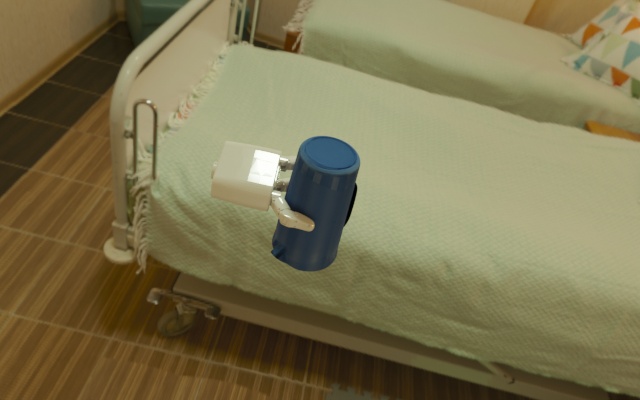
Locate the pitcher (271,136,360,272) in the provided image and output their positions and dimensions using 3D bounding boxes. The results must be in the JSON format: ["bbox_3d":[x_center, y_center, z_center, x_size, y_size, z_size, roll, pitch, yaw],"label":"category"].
[{"bbox_3d":[0.000,0.003,0.885,0.145,0.243,0.149,13,41,-4],"label":"pitcher"}]
